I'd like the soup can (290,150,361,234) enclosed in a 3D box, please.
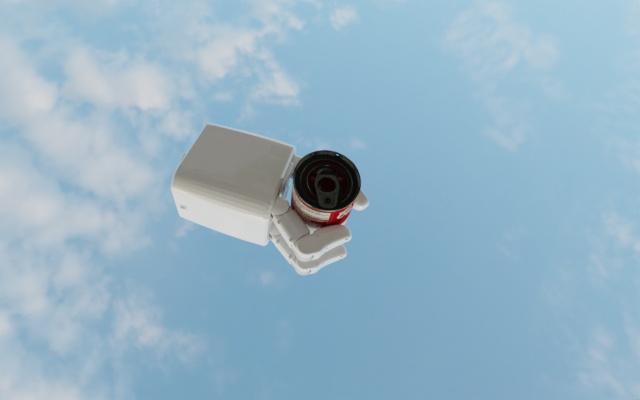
[{"bbox_3d":[0.001,0.002,0.511,0.068,0.068,0.102,0,-26,-8],"label":"soup can"}]
